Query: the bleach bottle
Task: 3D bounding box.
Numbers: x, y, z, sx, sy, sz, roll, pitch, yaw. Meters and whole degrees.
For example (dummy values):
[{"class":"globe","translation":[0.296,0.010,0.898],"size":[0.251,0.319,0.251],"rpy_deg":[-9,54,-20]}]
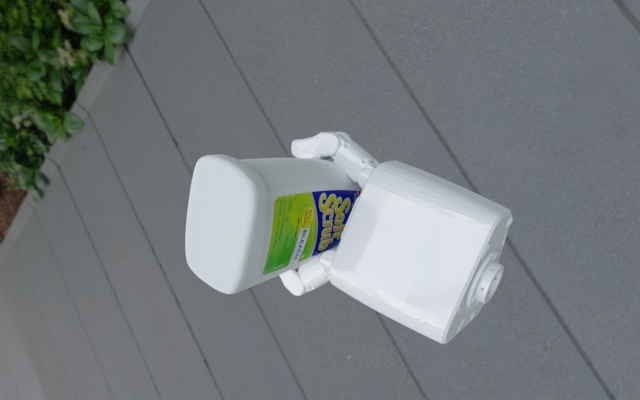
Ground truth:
[{"class":"bleach bottle","translation":[0.000,0.002,0.435],"size":[0.068,0.103,0.251],"rpy_deg":[26,24,31]}]
